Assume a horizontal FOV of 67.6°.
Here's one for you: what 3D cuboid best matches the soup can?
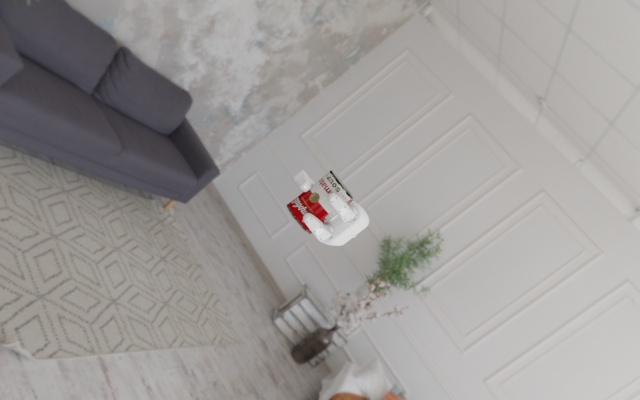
[{"bbox_3d":[0.000,0.002,0.847,0.102,0.068,0.068,-38,-5,6],"label":"soup can"}]
